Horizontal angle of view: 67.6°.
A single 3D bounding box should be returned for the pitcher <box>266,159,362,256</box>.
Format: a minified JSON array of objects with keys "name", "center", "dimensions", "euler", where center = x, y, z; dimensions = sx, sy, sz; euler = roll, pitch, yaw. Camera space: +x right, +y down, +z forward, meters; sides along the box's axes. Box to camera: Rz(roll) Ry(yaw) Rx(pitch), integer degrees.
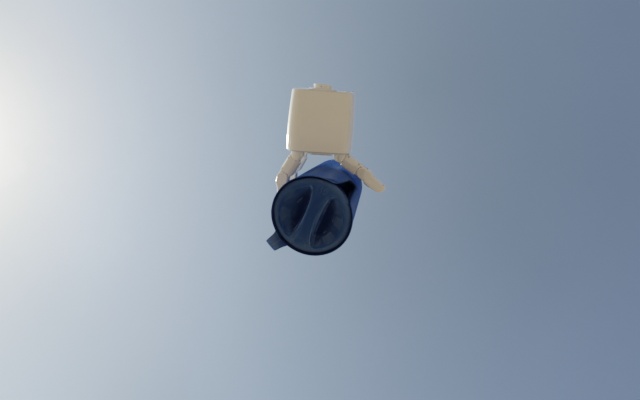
[{"name":"pitcher","center":[0.000,0.003,0.864],"dimensions":[0.149,0.145,0.242],"euler":[7,15,10]}]
